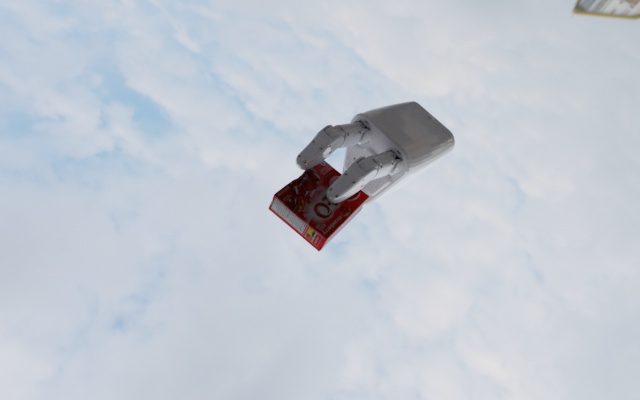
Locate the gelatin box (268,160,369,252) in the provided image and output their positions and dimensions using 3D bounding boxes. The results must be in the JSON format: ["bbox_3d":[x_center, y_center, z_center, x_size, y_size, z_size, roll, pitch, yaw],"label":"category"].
[{"bbox_3d":[0.000,0.002,0.521,0.089,0.073,0.030,-41,-14,-40],"label":"gelatin box"}]
